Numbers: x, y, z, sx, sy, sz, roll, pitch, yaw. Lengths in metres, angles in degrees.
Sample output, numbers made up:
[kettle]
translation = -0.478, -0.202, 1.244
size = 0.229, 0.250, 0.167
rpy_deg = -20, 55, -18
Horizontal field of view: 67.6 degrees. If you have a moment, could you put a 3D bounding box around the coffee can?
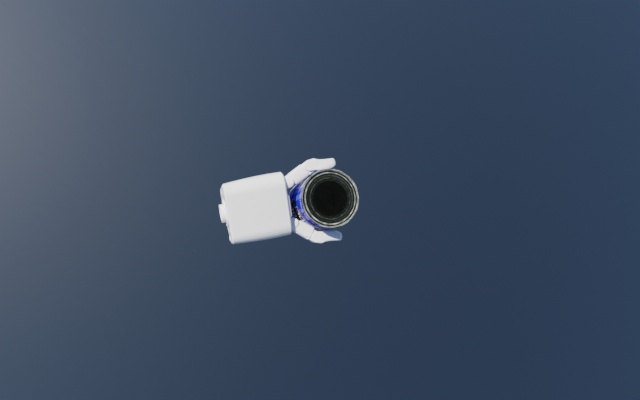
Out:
[coffee can]
translation = 0.000, 0.003, 0.881
size = 0.103, 0.103, 0.140
rpy_deg = 0, -6, -15
